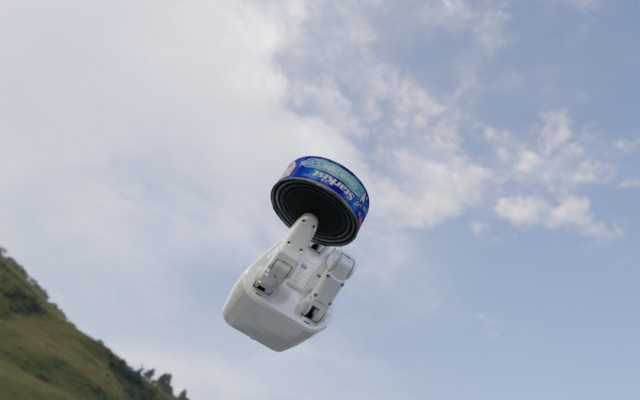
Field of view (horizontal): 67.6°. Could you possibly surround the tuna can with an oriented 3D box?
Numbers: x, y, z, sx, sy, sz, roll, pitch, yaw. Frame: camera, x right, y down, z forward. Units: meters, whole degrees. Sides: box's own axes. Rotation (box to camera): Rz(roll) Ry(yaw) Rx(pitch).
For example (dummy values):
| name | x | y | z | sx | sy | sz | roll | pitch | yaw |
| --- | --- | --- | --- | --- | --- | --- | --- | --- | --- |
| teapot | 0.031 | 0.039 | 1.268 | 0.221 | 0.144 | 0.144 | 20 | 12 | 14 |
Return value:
| name | x | y | z | sx | sy | sz | roll | pitch | yaw |
| --- | --- | --- | --- | --- | --- | --- | --- | --- | --- |
| tuna can | 0.000 | 0.001 | 0.430 | 0.086 | 0.033 | 0.086 | 20 | -37 | 16 |
